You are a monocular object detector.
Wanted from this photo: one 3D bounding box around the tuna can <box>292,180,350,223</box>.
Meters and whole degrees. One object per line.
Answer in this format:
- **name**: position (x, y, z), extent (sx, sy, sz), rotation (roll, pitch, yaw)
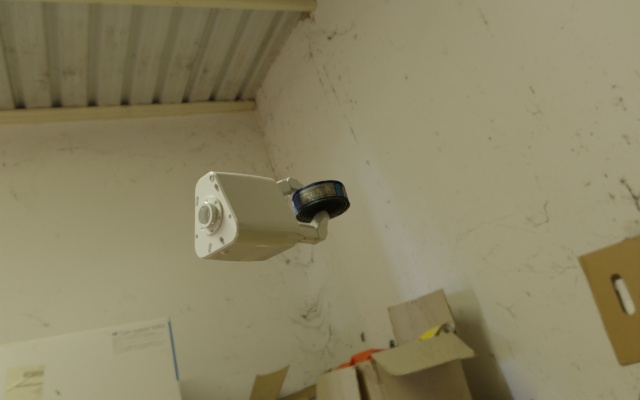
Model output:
- **tuna can**: position (0.000, 0.002, 0.731), extent (0.086, 0.033, 0.086), rotation (-13, -22, -5)
